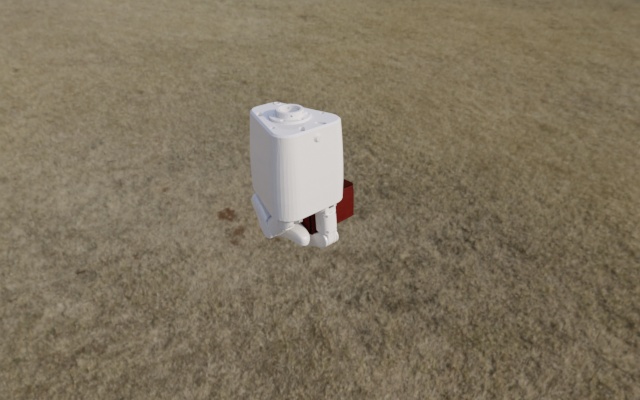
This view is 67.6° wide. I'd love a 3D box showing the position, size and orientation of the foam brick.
[{"bbox_3d":[0.000,0.002,0.640,0.078,0.051,0.053,-24,34,-34],"label":"foam brick"}]
